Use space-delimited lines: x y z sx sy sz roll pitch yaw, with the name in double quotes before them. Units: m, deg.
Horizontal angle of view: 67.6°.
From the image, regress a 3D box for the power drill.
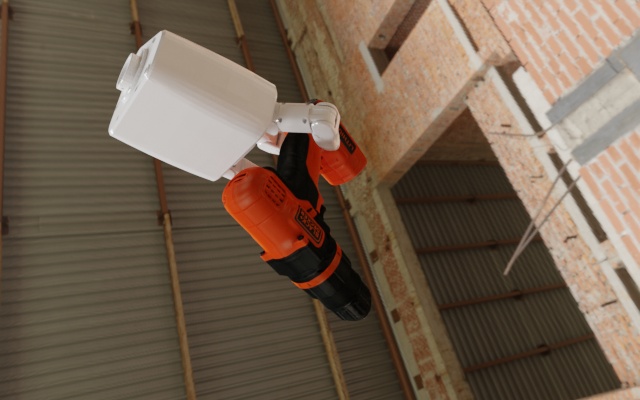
"power drill" 0.000 0.001 0.467 0.057 0.184 0.187 -23 32 28
